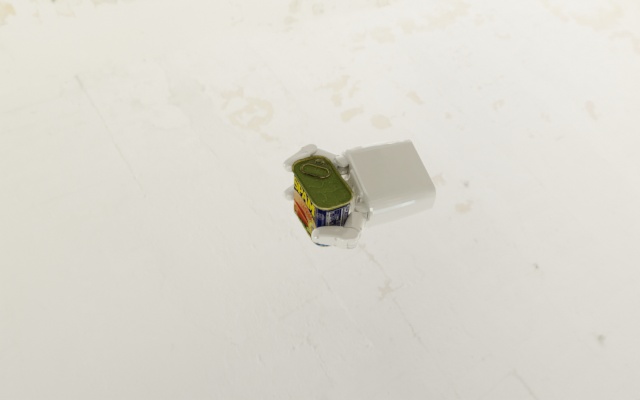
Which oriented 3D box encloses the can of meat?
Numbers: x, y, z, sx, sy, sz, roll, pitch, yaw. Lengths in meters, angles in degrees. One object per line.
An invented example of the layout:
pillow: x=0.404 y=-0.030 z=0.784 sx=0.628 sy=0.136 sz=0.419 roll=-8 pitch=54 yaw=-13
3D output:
can of meat: x=0.000 y=0.002 z=0.661 sx=0.057 sy=0.084 sz=0.102 roll=-17 pitch=49 yaw=-19
